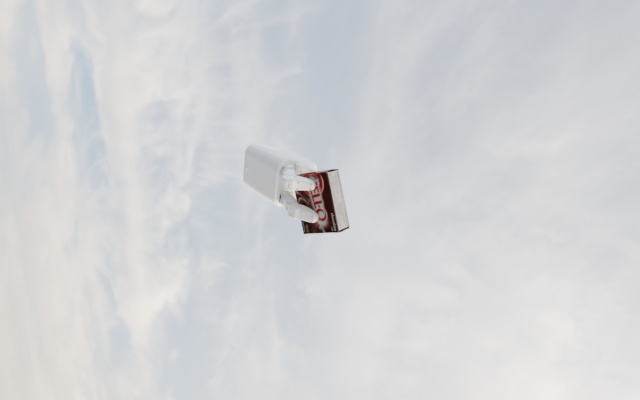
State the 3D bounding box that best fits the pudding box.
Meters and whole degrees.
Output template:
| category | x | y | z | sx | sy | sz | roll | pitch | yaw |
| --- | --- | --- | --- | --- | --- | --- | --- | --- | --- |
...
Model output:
| category | x | y | z | sx | sy | sz | roll | pitch | yaw |
| --- | --- | --- | --- | --- | --- | --- | --- | --- | --- |
| pudding box | 0.000 | 0.003 | 0.872 | 0.090 | 0.113 | 0.039 | -6 | 10 | 45 |
